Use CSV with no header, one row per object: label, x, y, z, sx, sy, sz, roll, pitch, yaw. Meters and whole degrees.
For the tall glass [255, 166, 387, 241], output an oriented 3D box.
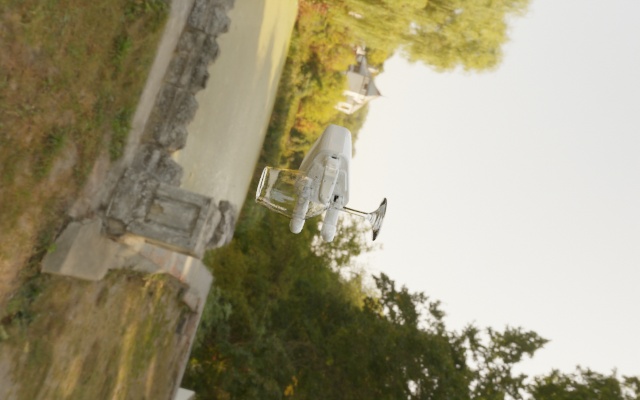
tall glass,0.001,0.003,0.767,0.201,0.079,0.079,16,-1,-3
